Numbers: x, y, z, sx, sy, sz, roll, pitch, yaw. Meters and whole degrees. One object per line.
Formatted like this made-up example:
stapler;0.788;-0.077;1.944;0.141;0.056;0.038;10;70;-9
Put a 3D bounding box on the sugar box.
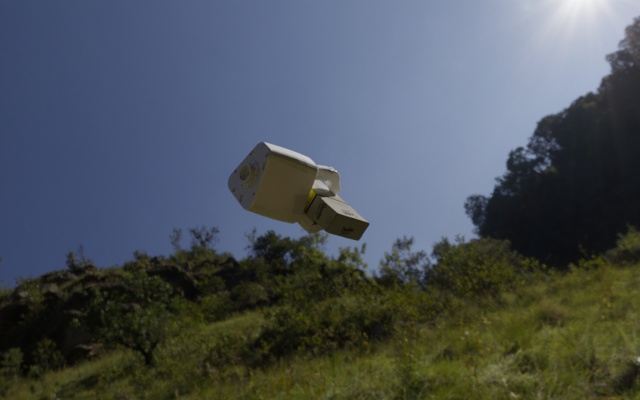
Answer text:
sugar box;0.000;0.003;0.868;0.093;0.048;0.176;19;20;-45
